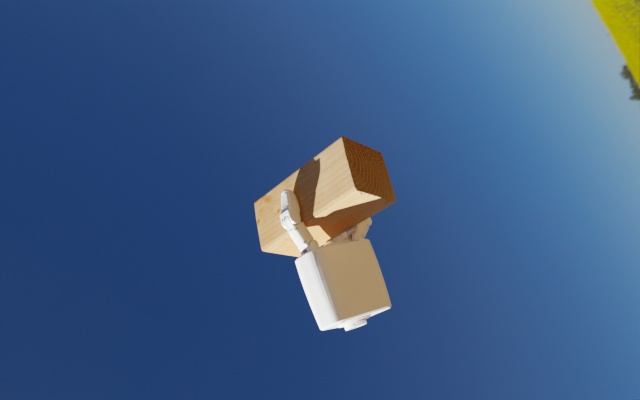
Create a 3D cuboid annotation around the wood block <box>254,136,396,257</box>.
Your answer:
[{"bbox_3d":[0.000,0.003,0.728,0.091,0.090,0.206,15,-38,-43],"label":"wood block"}]
